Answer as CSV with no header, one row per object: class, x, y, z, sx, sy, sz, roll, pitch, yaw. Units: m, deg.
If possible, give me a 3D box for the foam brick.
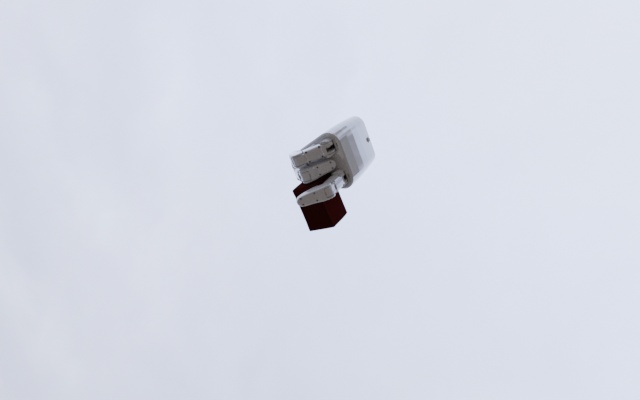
foam brick,0.000,0.003,0.786,0.053,0.078,0.051,-10,21,35
